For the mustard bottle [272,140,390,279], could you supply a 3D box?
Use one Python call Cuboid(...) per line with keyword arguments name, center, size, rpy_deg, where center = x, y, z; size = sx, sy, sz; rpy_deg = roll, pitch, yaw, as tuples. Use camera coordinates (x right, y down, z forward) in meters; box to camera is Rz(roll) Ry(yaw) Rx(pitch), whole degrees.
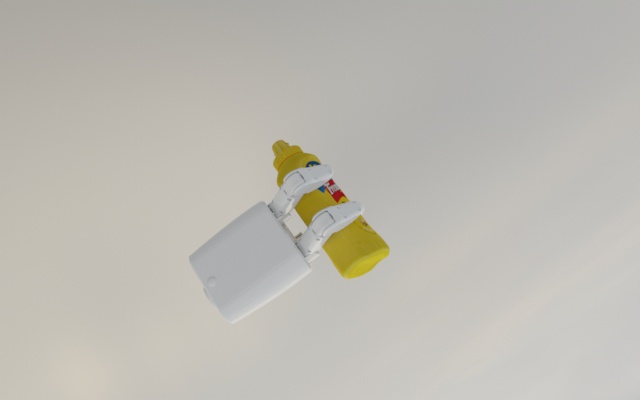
Cuboid(name="mustard bottle", center=(0.001, 0.002, 0.569), size=(0.058, 0.191, 0.096), rpy_deg=(-44, -20, 18))
